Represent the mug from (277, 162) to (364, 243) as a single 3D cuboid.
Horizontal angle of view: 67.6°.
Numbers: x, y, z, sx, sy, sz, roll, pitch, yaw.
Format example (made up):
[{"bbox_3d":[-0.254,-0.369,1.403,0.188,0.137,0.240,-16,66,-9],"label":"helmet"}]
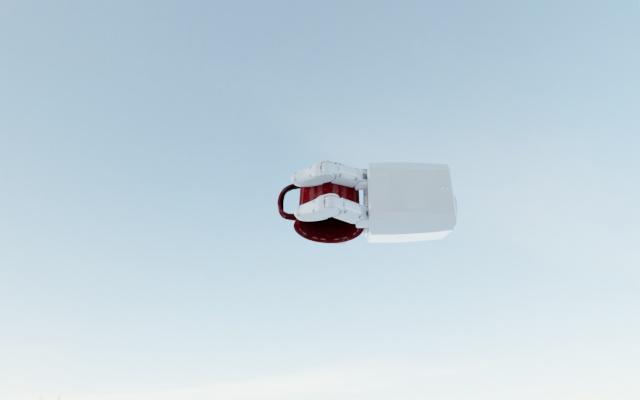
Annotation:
[{"bbox_3d":[-0.001,0.002,0.650,0.117,0.081,0.093,0,-31,3],"label":"mug"}]
